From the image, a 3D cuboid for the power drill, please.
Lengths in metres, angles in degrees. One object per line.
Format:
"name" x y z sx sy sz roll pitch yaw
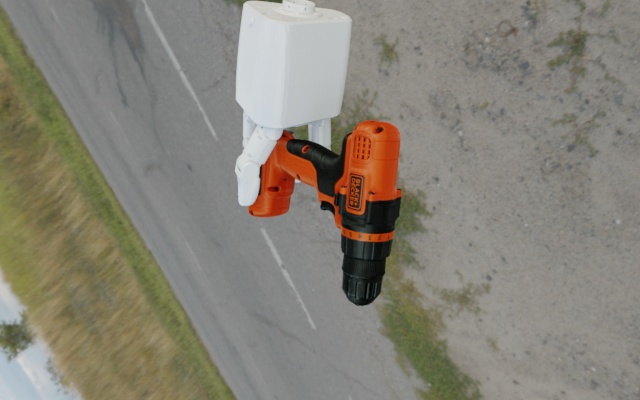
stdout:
"power drill" 0.000 0.001 0.512 0.187 0.184 0.057 16 15 41
